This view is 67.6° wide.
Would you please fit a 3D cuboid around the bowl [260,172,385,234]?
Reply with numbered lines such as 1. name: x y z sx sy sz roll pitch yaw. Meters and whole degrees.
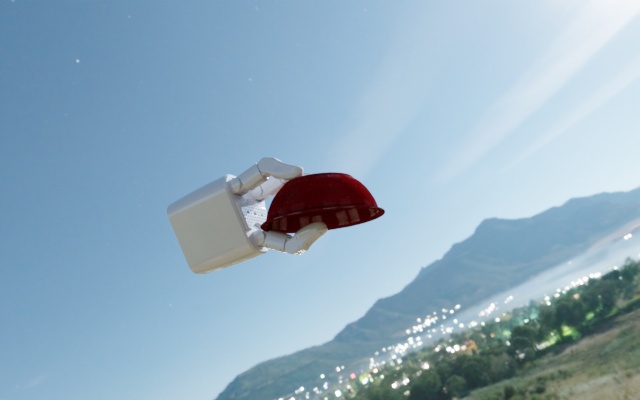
1. bowl: 0.001 0.001 0.621 0.162 0.055 0.162 -6 -12 -1
